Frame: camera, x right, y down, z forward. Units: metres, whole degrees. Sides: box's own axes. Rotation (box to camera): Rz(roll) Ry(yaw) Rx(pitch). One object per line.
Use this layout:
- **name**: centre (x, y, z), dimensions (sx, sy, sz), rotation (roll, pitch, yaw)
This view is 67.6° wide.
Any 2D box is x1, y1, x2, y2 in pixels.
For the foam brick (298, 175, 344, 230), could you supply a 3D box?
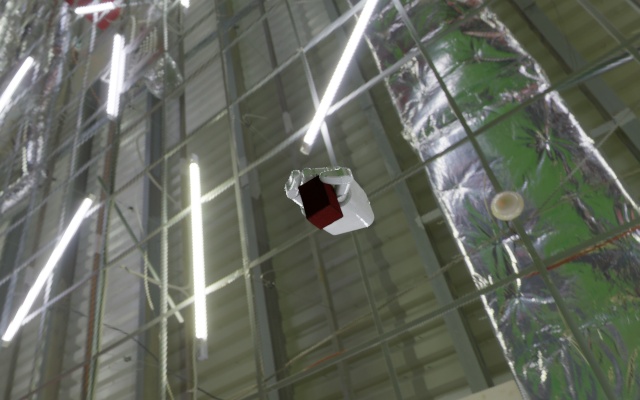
- **foam brick**: centre (0.000, 0.003, 0.863), dimensions (0.053, 0.078, 0.051), rotation (-30, -41, 16)
